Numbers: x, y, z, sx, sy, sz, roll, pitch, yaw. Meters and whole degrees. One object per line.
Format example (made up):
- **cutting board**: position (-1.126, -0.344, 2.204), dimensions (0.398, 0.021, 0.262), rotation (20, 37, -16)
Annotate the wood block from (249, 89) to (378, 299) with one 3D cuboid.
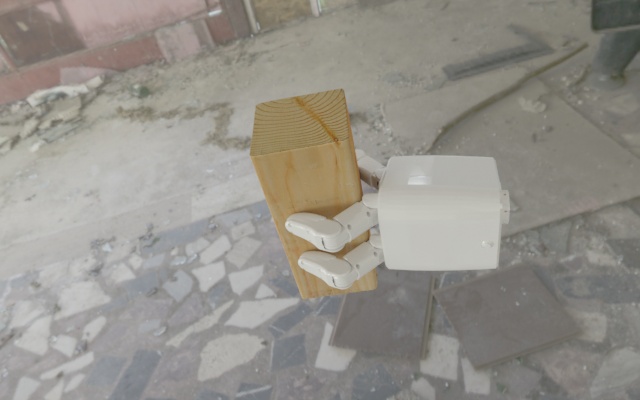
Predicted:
- **wood block**: position (0.000, 0.001, 0.501), dimensions (0.090, 0.206, 0.090), rotation (-9, 41, 6)
